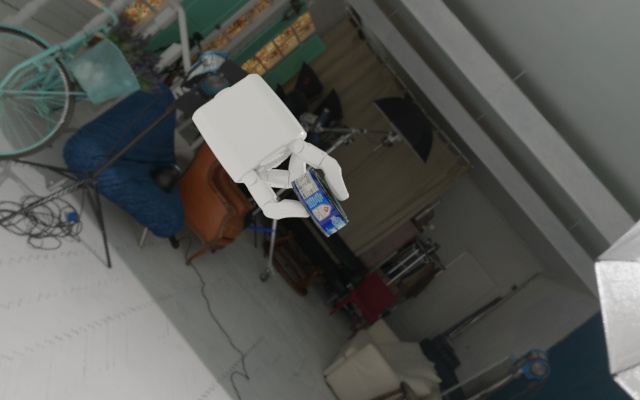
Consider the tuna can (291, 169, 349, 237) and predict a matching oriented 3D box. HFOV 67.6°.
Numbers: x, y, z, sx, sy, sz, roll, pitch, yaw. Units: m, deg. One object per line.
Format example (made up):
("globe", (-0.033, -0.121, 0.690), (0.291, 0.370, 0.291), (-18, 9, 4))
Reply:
("tuna can", (0.001, 0.002, 0.612), (0.034, 0.086, 0.086), (-34, -4, 5))
